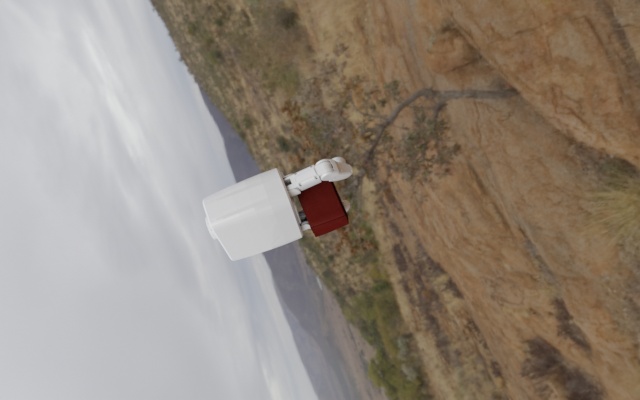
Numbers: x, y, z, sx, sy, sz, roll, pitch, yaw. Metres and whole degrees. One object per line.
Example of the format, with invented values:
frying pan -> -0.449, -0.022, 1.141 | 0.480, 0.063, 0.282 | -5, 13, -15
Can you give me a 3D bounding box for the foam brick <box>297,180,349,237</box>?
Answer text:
foam brick -> 0.000, 0.002, 0.646 | 0.051, 0.078, 0.053 | -22, -19, -1
